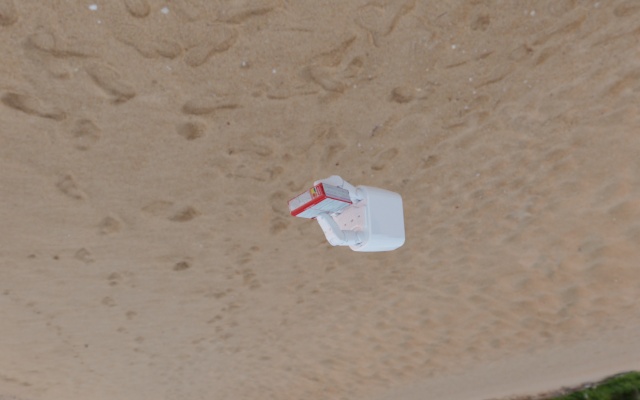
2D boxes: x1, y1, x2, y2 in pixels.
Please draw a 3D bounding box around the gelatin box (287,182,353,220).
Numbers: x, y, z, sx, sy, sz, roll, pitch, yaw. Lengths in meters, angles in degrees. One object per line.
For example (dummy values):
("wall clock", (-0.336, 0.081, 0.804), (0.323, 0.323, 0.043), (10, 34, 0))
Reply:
("gelatin box", (0.000, 0.003, 0.802), (0.073, 0.030, 0.089), (-29, -21, 28))
